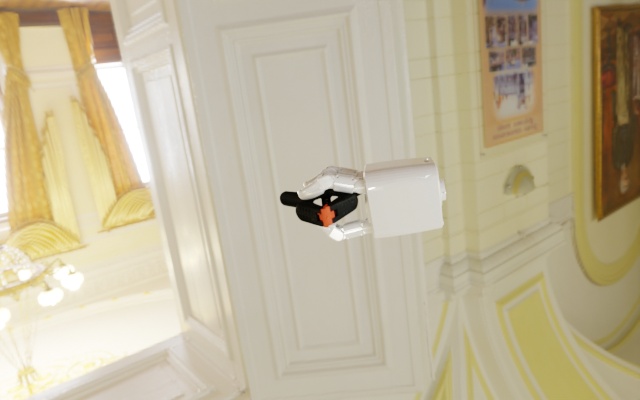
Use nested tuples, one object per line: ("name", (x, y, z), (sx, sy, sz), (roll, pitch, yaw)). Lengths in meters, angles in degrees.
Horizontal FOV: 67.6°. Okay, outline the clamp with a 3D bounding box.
("clamp", (0.000, 0.003, 0.749), (0.164, 0.036, 0.210), (-11, 12, 10))
